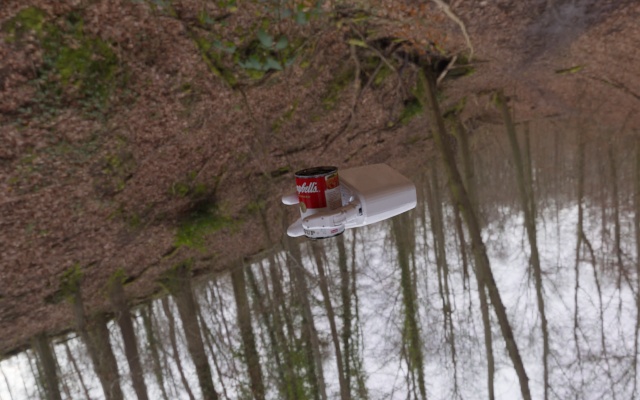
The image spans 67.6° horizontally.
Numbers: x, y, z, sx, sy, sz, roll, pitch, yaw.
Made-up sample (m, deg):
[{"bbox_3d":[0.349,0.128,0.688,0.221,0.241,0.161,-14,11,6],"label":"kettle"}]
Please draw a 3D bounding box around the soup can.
[{"bbox_3d":[0.000,0.003,0.751,0.068,0.102,0.068,-7,15,2],"label":"soup can"}]
